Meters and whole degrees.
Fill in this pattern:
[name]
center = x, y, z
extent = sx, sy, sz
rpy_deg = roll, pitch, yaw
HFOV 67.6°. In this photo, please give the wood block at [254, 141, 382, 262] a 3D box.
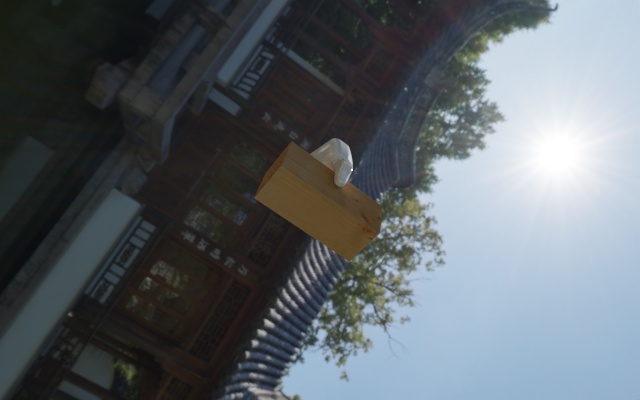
[wood block]
center = 0.000, 0.002, 0.847
extent = 0.206, 0.091, 0.090
rpy_deg = 34, 32, -13
